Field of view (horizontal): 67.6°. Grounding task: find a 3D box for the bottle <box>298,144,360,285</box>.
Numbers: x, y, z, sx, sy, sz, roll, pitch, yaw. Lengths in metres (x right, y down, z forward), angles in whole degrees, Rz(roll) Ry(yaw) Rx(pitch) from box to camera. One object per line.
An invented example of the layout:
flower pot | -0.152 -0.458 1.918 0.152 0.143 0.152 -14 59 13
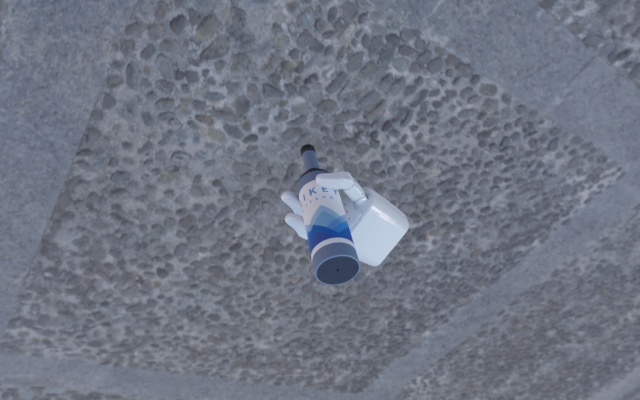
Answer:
bottle | 0.000 0.003 0.787 0.069 0.069 0.295 0 42 -13
